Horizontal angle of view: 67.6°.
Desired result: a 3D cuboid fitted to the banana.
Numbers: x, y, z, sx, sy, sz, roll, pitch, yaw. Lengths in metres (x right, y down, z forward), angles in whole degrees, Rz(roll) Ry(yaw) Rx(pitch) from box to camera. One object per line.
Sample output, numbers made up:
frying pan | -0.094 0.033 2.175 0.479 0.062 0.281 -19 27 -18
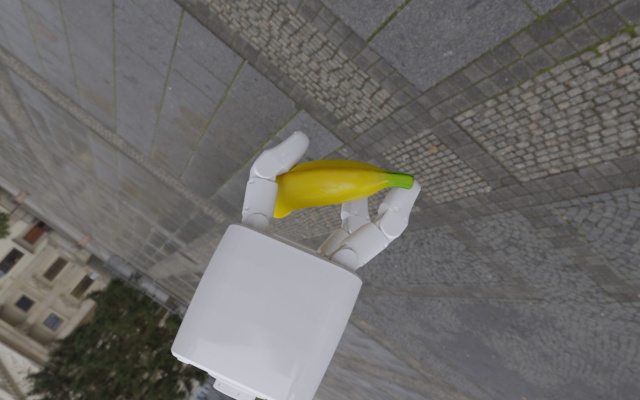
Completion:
banana | -0.012 -0.006 0.430 0.070 0.037 0.198 26 -20 -32
